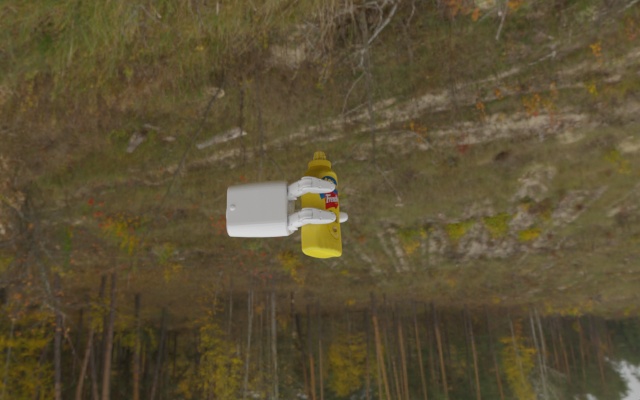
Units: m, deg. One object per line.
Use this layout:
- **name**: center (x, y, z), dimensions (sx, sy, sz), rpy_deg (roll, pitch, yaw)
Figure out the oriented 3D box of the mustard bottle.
- **mustard bottle**: center (0.000, 0.003, 0.860), dimensions (0.058, 0.191, 0.096), rpy_deg (-11, -19, 27)
